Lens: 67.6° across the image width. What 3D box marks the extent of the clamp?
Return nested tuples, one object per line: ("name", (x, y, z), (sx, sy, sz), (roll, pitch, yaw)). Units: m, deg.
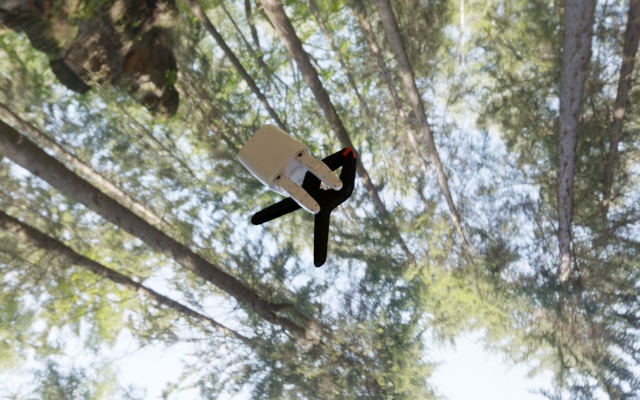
("clamp", (0.001, 0.002, 0.806), (0.164, 0.210, 0.036), (38, -8, 32))
